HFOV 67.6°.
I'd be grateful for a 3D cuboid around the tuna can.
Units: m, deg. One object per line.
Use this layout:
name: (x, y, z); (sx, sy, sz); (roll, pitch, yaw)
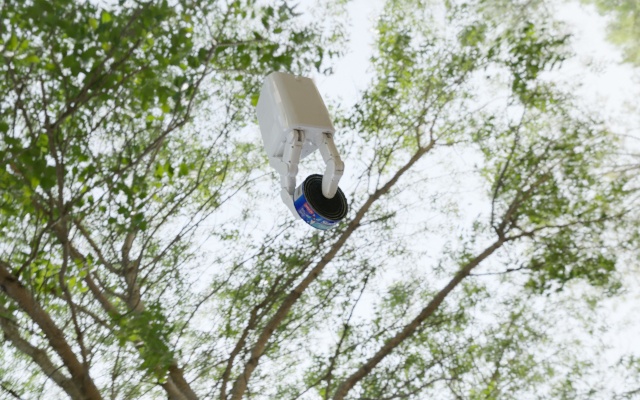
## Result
tuna can: (0.000, 0.003, 0.740); (0.086, 0.086, 0.034); (0, -32, -43)
